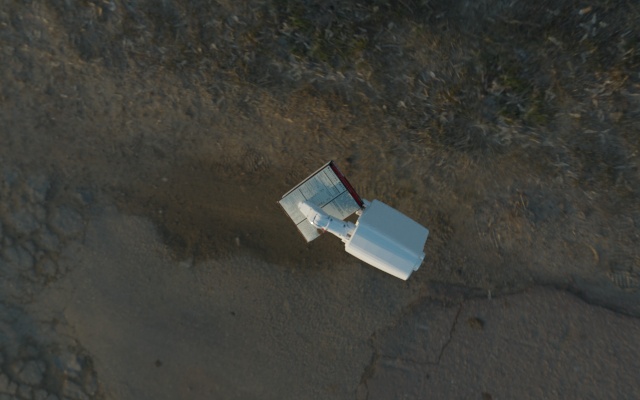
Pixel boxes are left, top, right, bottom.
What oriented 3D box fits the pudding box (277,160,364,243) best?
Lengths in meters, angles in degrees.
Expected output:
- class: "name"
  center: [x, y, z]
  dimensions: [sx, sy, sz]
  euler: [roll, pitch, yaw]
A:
- class: "pudding box"
  center: [0.000, 0.003, 0.776]
  dimensions: [0.113, 0.090, 0.039]
  euler: [-35, 4, 16]
